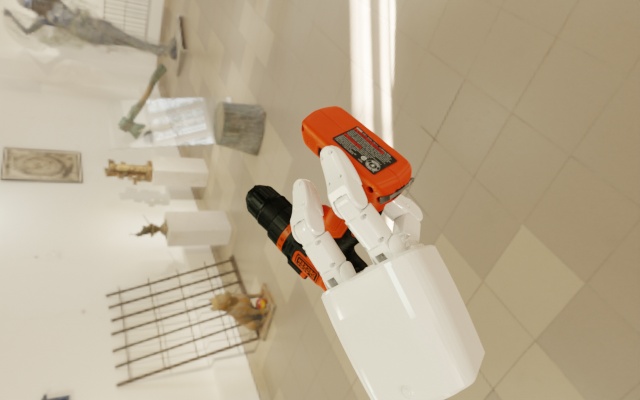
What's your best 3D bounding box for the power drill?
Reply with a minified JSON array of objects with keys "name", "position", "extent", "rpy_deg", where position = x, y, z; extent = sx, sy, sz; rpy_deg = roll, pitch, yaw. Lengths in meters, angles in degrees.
[{"name":"power drill","position":[0.000,0.001,0.481],"extent":[0.184,0.188,0.057],"rpy_deg":[41,50,19]}]
